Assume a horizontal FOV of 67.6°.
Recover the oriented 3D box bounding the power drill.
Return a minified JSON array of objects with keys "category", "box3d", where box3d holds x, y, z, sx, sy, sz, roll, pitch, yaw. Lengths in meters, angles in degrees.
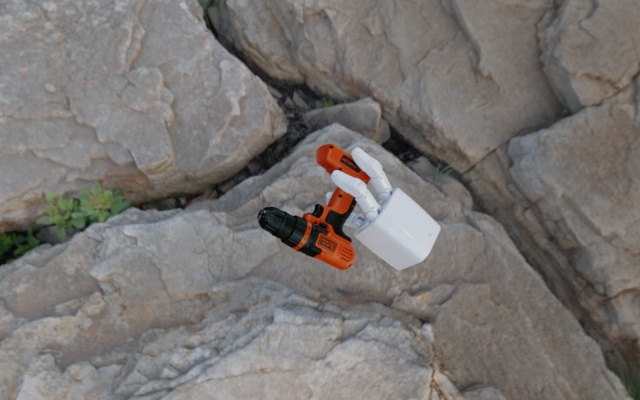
[{"category":"power drill","box3d":[0.001,0.002,0.804,0.184,0.187,0.057,31,-21,-25]}]
